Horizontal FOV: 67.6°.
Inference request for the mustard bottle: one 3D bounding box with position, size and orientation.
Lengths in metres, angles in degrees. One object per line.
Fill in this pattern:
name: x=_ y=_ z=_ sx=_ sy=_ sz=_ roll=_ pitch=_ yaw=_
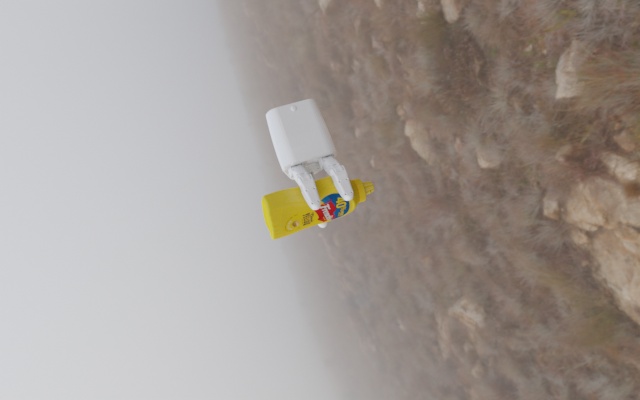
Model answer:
mustard bottle: x=0.000 y=0.003 z=0.804 sx=0.191 sy=0.058 sz=0.096 roll=-18 pitch=-35 yaw=-13
